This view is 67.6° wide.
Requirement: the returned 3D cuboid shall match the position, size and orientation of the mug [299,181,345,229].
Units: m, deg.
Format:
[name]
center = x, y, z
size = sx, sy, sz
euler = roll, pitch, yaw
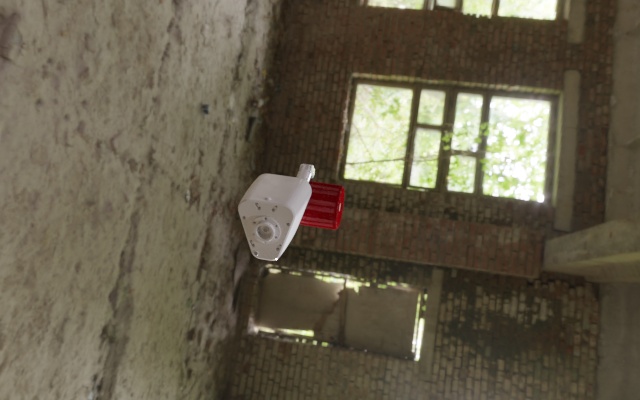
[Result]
[mug]
center = 0.001, 0.002, 0.887
size = 0.081, 0.093, 0.117
euler = 8, 26, 9
